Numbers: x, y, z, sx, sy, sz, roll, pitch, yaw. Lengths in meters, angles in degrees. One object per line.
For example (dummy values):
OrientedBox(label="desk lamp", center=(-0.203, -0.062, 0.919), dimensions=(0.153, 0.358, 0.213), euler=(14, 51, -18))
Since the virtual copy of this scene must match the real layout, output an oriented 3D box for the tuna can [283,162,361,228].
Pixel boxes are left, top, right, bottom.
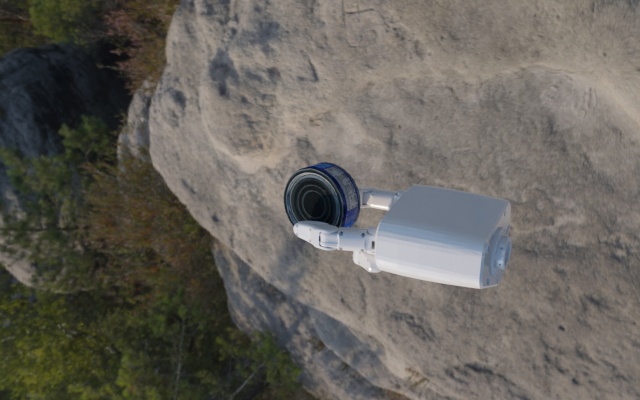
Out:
OrientedBox(label="tuna can", center=(0.000, 0.002, 0.536), dimensions=(0.086, 0.086, 0.033), euler=(0, 13, 36))
